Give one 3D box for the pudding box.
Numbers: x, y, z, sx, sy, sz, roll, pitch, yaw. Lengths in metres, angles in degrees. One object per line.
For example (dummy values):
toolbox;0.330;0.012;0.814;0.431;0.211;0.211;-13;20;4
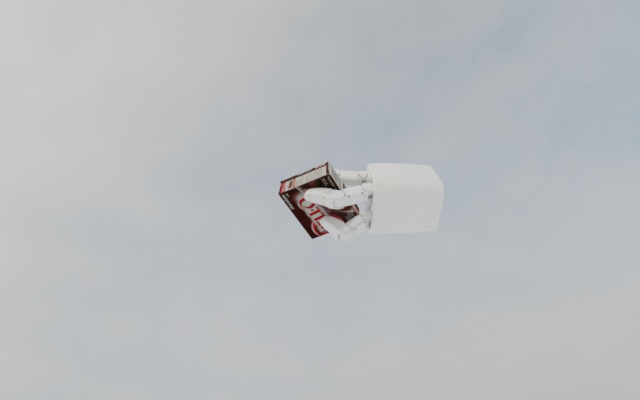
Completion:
pudding box;0.000;0.002;0.757;0.090;0.113;0.039;-22;35;18
